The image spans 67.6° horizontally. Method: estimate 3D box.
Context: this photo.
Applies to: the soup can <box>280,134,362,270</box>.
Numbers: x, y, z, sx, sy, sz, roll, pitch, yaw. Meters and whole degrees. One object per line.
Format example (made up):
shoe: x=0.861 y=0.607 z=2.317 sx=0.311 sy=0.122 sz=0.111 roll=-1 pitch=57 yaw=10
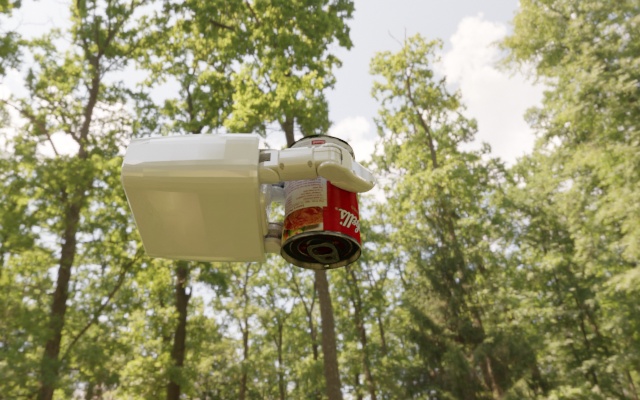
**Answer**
soup can: x=0.001 y=0.001 z=0.423 sx=0.068 sy=0.102 sz=0.068 roll=0 pitch=-32 yaw=0
